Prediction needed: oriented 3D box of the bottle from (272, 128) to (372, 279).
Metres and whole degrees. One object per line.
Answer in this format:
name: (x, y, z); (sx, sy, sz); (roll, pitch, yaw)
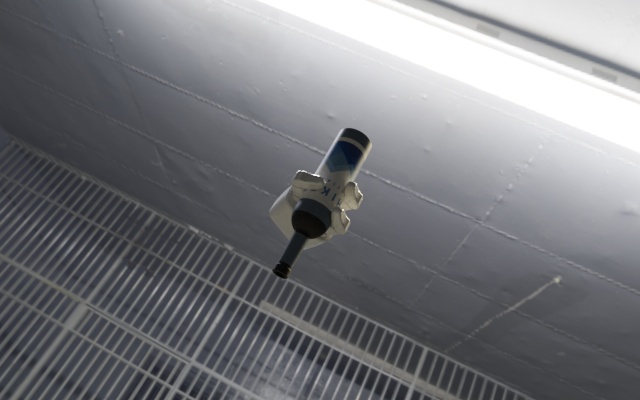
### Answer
bottle: (0.000, 0.002, 0.815); (0.069, 0.295, 0.069); (23, -28, 13)
